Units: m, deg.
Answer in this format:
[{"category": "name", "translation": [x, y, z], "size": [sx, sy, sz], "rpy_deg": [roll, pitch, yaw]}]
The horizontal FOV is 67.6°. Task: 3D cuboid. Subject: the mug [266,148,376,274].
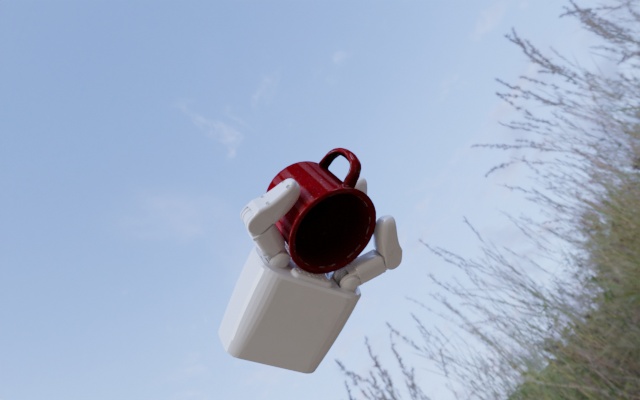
[{"category": "mug", "translation": [0.001, 0.000, 0.471], "size": [0.093, 0.117, 0.081], "rpy_deg": [14, 20, -36]}]
